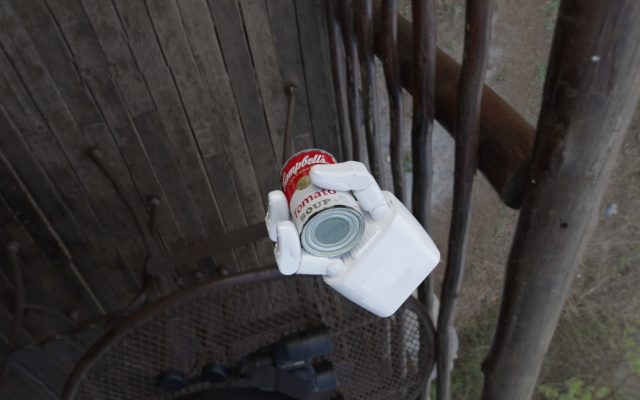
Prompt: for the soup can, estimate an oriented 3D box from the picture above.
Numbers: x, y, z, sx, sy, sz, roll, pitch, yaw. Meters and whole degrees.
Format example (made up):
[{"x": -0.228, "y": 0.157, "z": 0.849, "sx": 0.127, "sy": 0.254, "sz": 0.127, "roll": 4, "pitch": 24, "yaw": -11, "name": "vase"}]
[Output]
[{"x": 0.000, "y": 0.001, "z": 0.500, "sx": 0.068, "sy": 0.068, "sz": 0.102, "roll": 0, "pitch": 38, "yaw": -18, "name": "soup can"}]
